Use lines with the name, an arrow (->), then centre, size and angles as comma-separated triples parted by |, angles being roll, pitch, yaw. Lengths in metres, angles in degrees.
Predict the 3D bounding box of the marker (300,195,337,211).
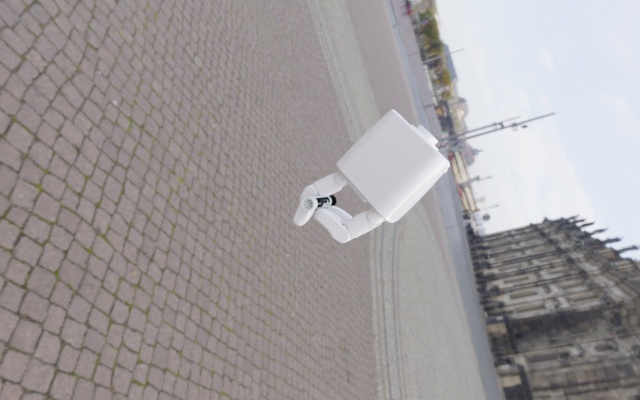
marker -> 0.000, 0.002, 0.651 | 0.020, 0.020, 0.121 | 0, 2, 16
